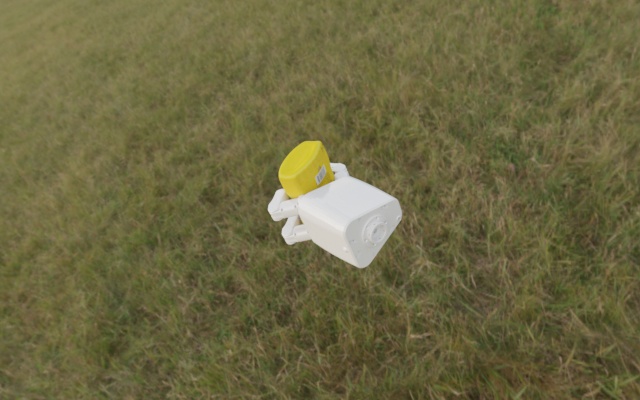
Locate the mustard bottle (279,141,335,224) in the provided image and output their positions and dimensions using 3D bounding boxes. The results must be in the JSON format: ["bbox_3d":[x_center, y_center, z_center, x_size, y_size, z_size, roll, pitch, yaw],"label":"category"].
[{"bbox_3d":[0.000,0.002,0.792,0.058,0.192,0.096,2,44,32],"label":"mustard bottle"}]
